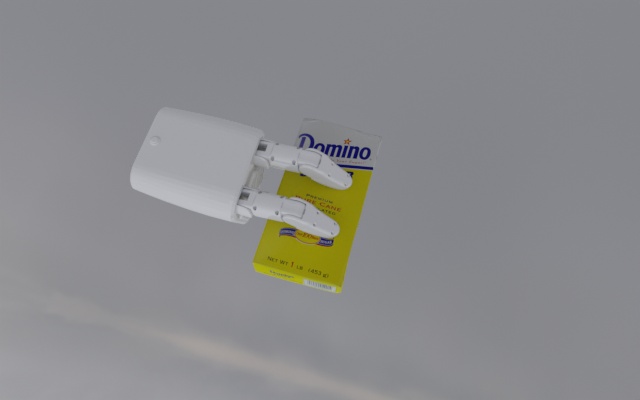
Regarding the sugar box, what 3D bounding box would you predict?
[{"bbox_3d":[0.000,0.002,0.510,0.093,0.176,0.048,15,-20,4],"label":"sugar box"}]
